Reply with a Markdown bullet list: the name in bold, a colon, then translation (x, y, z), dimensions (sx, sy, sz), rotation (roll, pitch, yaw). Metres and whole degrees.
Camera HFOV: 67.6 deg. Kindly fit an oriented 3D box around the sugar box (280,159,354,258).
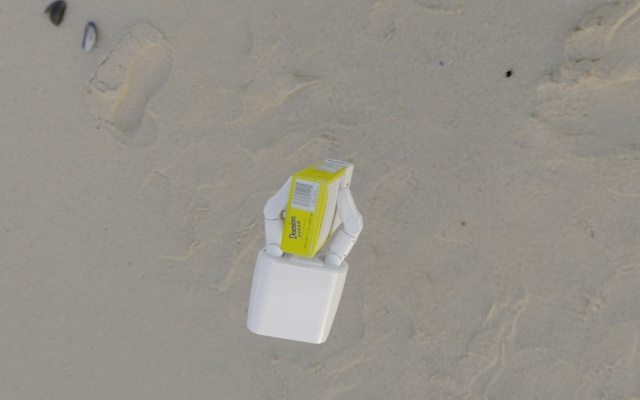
- **sugar box**: translation (0.000, 0.002, 0.610), dimensions (0.048, 0.093, 0.176), rotation (14, 12, 8)
